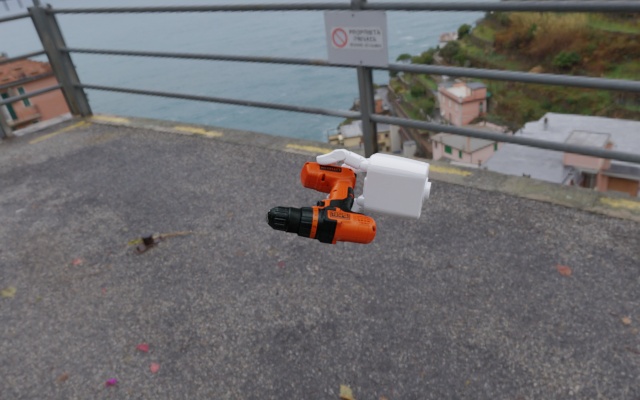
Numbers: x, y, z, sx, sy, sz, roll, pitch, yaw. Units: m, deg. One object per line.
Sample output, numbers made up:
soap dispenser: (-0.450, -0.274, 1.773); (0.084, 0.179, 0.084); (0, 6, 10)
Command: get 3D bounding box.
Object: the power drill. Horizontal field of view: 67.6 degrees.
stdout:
power drill: (0.000, 0.003, 0.851); (0.184, 0.057, 0.187); (10, 35, -8)
